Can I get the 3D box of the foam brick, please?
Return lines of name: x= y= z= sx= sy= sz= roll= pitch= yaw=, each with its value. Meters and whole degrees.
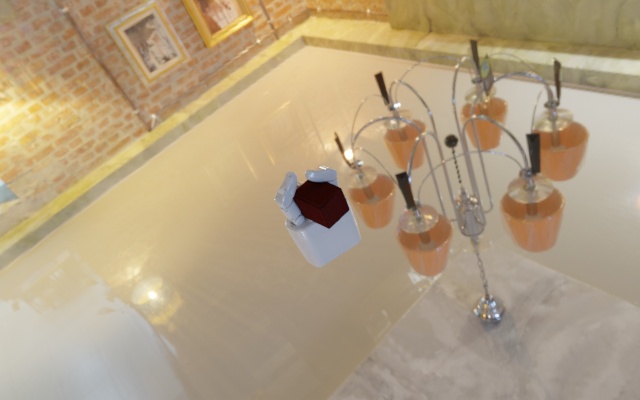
foam brick: x=0.000 y=0.003 z=0.799 sx=0.053 sy=0.051 sz=0.078 roll=-42 pitch=40 yaw=-22
